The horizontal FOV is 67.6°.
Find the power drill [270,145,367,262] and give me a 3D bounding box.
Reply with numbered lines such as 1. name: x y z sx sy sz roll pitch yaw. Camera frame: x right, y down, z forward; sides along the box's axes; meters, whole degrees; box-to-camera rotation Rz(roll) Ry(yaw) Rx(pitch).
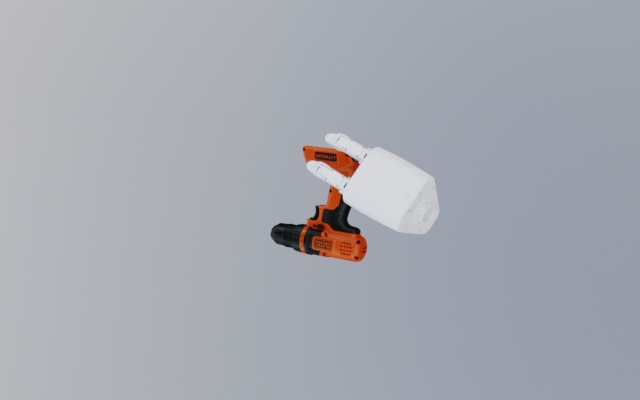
1. power drill: 0.000 0.002 0.818 0.184 0.187 0.057 9 7 27
